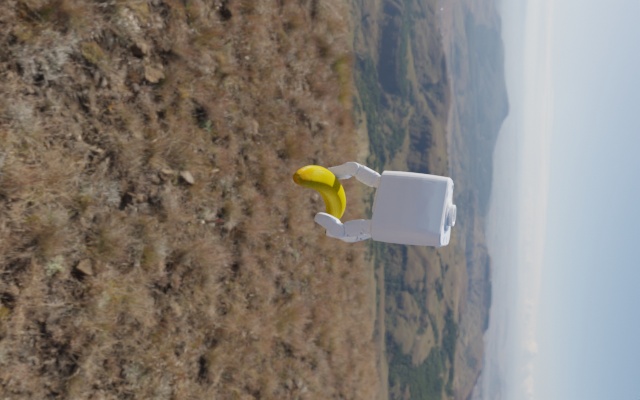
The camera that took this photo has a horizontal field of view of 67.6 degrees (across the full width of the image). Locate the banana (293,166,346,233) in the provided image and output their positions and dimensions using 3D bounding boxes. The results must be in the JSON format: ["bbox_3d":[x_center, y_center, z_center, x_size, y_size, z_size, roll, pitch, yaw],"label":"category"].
[{"bbox_3d":[0.007,-0.012,0.777,0.037,0.069,0.198,10,-25,24],"label":"banana"}]
